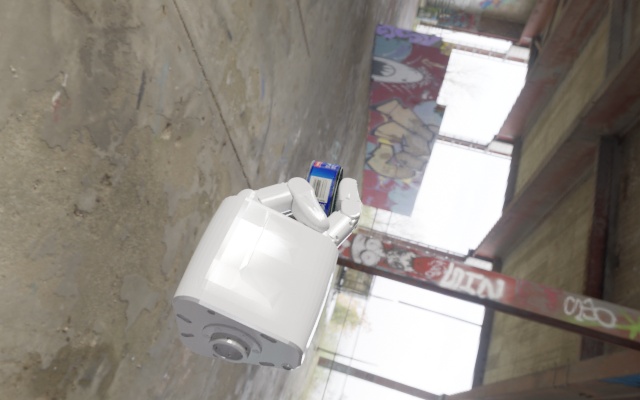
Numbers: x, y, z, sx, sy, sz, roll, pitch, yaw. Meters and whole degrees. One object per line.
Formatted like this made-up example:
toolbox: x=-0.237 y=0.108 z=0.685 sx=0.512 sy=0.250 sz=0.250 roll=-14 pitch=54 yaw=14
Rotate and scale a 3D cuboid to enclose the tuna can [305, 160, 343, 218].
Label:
tuna can: x=0.001 y=0.002 z=0.512 sx=0.034 sy=0.086 sz=0.086 roll=11 pitch=1 yaw=6
